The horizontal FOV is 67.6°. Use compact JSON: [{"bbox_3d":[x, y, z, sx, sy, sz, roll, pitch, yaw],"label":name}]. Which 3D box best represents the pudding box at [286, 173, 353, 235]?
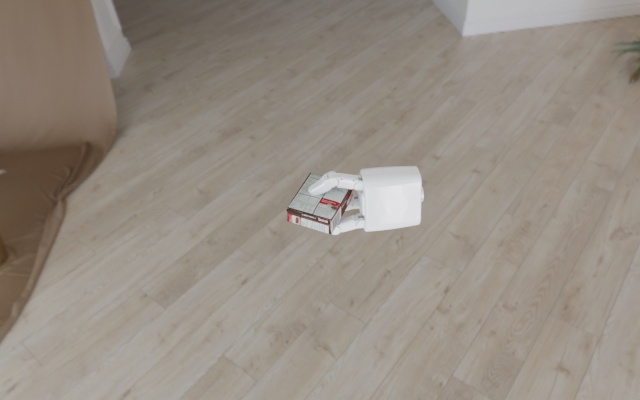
[{"bbox_3d":[0.000,0.003,0.883,0.090,0.039,0.113,15,43,18],"label":"pudding box"}]
